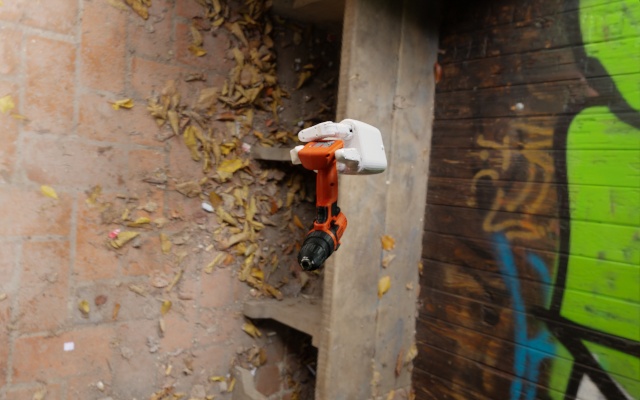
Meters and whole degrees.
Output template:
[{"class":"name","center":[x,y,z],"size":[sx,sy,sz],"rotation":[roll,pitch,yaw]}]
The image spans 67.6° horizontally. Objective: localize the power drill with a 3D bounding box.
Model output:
[{"class":"power drill","center":[0.000,0.002,0.782],"size":[0.057,0.188,0.184],"rotation":[4,21,14]}]
